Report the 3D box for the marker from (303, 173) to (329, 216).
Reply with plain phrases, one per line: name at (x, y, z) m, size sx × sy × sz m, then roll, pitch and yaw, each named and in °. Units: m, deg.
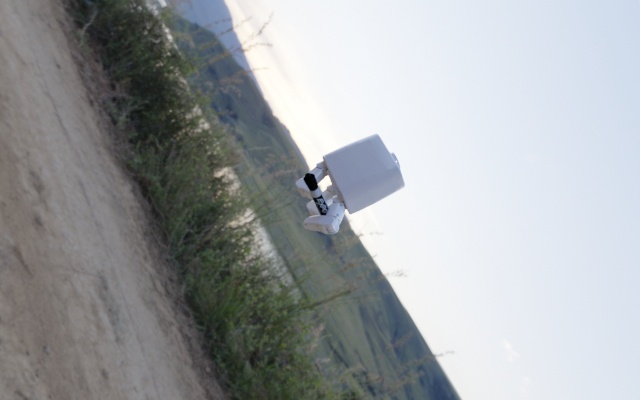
marker at (0.000, 0.003, 0.768) m, size 0.020 × 0.121 × 0.020 m, roll -14°, pitch 41°, yaw 13°
